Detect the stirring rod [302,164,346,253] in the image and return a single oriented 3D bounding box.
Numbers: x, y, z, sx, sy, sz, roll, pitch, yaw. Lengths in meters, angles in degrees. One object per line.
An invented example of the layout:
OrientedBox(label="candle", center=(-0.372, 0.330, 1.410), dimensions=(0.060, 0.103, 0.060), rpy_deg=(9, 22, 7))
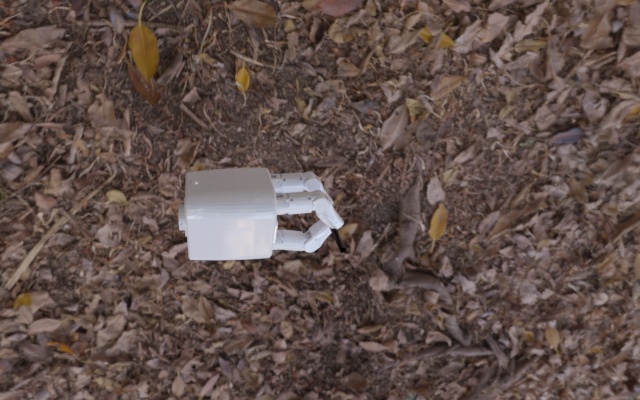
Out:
OrientedBox(label="stirring rod", center=(0.000, 0.002, 0.679), dimensions=(0.011, 0.011, 0.239), rpy_deg=(0, 29, -15))
